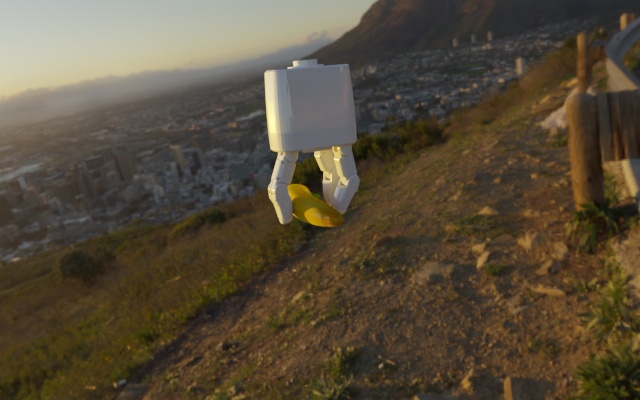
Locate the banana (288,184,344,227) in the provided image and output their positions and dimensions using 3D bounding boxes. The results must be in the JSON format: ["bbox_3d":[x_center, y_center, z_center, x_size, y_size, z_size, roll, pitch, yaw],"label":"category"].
[{"bbox_3d":[-0.019,0.002,0.693,0.069,0.037,0.197,-1,12,-9],"label":"banana"}]
